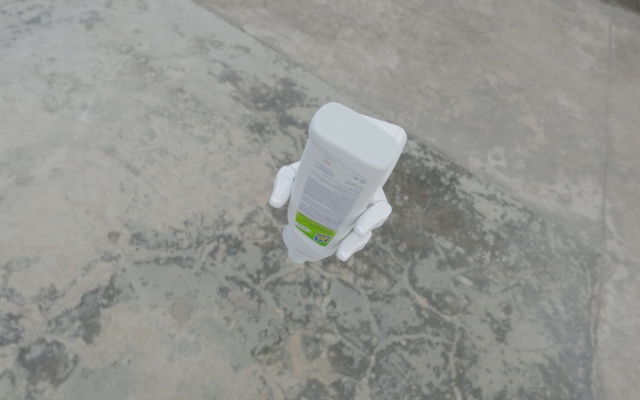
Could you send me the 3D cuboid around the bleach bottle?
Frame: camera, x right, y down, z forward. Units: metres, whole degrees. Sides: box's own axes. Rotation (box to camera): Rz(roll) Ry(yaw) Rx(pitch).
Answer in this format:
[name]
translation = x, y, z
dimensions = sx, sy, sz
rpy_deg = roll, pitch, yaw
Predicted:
[bleach bottle]
translation = 0.000, 0.002, 0.601
dimensions = 0.102, 0.068, 0.251
rpy_deg = 32, -42, 2
